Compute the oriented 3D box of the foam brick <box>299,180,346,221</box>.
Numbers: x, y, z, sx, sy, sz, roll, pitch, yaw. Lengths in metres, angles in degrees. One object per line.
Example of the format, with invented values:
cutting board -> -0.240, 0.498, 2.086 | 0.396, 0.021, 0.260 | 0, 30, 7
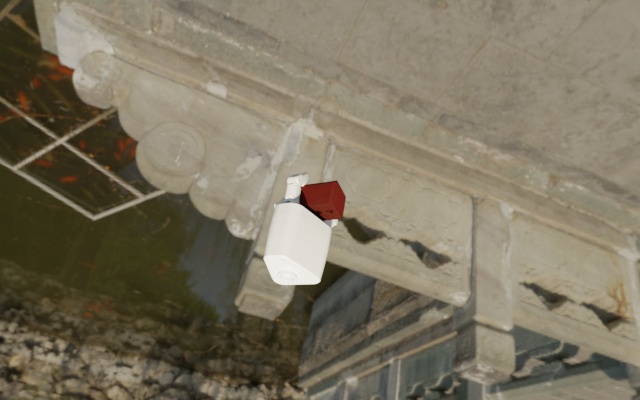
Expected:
foam brick -> 0.000, 0.003, 0.868 | 0.078, 0.051, 0.053 | -7, -38, 25
